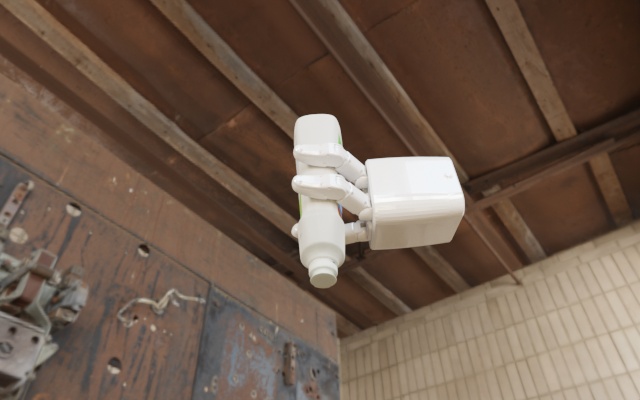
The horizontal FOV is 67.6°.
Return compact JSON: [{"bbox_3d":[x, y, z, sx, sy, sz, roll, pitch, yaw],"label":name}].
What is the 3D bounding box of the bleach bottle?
[{"bbox_3d":[0.000,0.002,0.600,0.068,0.250,0.103,-4,-44,2],"label":"bleach bottle"}]
